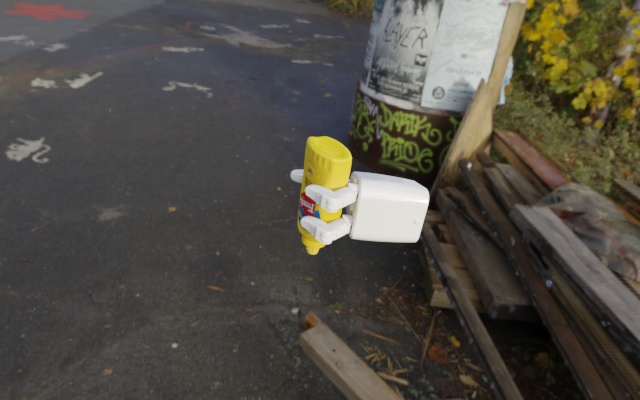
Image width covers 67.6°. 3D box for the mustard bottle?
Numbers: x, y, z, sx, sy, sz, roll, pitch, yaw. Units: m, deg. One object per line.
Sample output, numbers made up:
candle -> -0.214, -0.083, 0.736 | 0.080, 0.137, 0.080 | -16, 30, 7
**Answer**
mustard bottle -> 0.000, 0.002, 0.754 | 0.058, 0.192, 0.096 | -7, 32, -27
